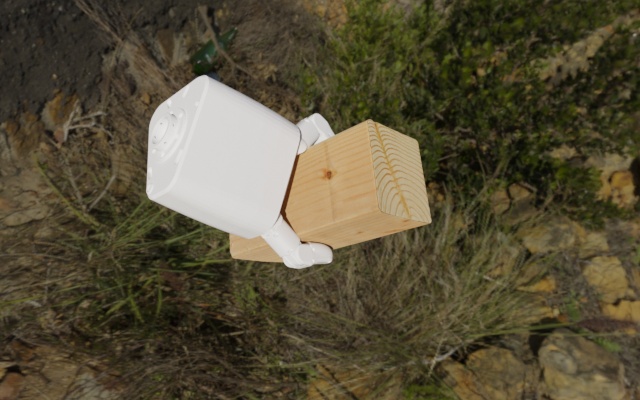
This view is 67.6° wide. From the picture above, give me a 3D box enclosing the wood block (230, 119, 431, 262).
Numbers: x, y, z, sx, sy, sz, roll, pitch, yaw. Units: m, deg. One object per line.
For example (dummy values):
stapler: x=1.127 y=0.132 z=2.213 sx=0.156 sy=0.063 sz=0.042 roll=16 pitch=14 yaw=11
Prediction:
wood block: x=0.000 y=0.002 z=0.512 sx=0.206 sy=0.090 sz=0.090 roll=-20 pitch=-21 yaw=39
